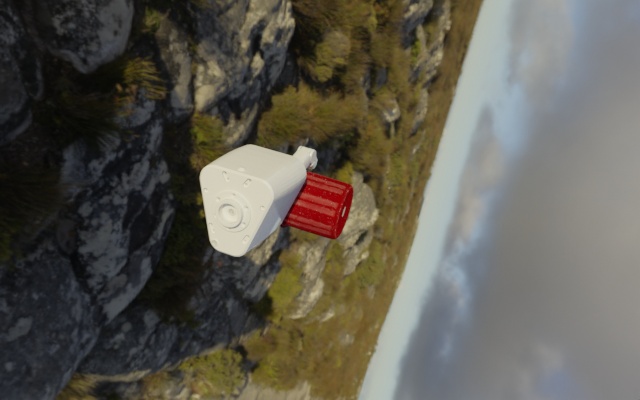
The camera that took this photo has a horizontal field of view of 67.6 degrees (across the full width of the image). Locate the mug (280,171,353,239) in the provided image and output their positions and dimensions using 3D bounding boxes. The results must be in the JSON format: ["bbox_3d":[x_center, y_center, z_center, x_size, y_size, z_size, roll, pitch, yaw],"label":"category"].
[{"bbox_3d":[0.001,0.002,0.686,0.081,0.093,0.117,17,23,13],"label":"mug"}]
